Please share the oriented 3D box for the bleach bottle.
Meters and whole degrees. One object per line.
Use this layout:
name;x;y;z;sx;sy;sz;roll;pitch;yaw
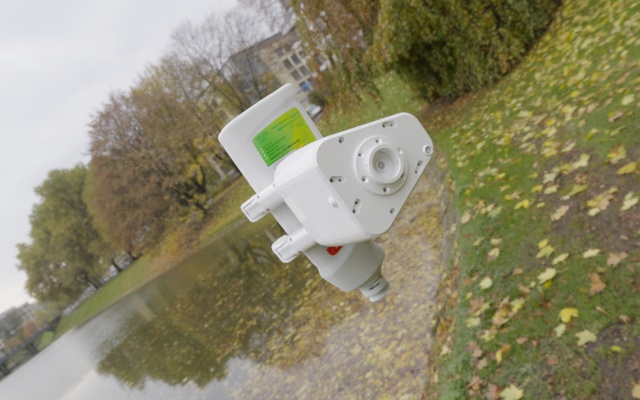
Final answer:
bleach bottle;0.000;0.002;0.535;0.102;0.251;0.068;-39;7;-21
